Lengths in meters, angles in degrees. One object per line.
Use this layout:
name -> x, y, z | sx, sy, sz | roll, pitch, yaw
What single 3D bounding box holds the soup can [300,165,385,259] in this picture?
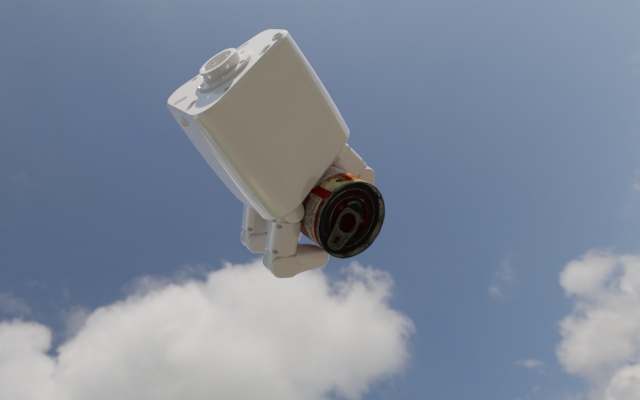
soup can -> 0.000, 0.002, 0.433 | 0.068, 0.068, 0.102 | 0, 18, -33
